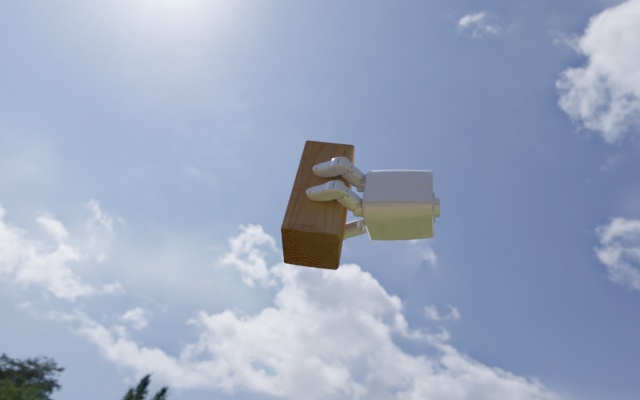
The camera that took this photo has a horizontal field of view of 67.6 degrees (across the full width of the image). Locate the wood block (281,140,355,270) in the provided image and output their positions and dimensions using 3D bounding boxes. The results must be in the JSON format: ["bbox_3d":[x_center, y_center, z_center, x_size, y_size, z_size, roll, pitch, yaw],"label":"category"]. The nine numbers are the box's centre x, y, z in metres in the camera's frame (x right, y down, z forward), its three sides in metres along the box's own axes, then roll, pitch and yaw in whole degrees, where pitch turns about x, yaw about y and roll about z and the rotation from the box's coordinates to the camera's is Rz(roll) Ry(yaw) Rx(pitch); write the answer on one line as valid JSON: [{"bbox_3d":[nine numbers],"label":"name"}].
[{"bbox_3d":[0.001,0.003,0.794,0.090,0.206,0.091,6,-44,7],"label":"wood block"}]
